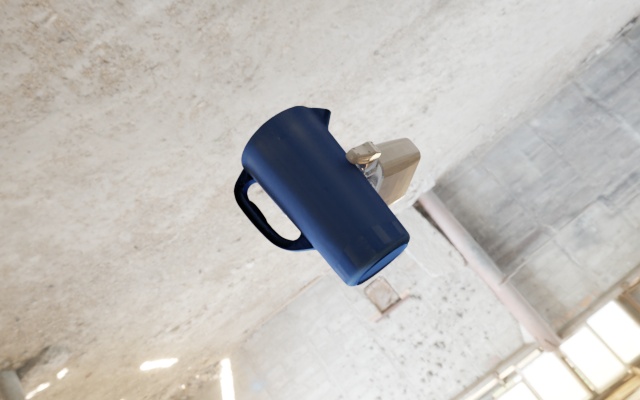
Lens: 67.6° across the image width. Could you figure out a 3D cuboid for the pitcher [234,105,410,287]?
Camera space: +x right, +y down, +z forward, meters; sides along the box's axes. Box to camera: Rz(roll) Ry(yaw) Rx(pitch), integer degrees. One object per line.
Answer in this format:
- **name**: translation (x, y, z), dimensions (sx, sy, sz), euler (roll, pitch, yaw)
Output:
- **pitcher**: translation (0.000, 0.002, 0.664), dimensions (0.145, 0.242, 0.149), euler (-23, -23, -41)
